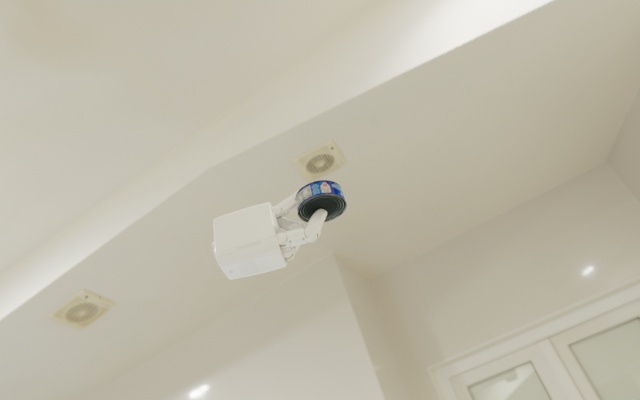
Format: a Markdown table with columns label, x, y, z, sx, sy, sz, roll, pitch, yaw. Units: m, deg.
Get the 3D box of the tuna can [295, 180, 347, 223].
| label | x | y | z | sx | sy | sz | roll | pitch | yaw |
| --- | --- | --- | --- | --- | --- | --- | --- | --- | --- |
| tuna can | 0.000 | 0.002 | 0.827 | 0.086 | 0.033 | 0.086 | -9 | -34 | -6 |
